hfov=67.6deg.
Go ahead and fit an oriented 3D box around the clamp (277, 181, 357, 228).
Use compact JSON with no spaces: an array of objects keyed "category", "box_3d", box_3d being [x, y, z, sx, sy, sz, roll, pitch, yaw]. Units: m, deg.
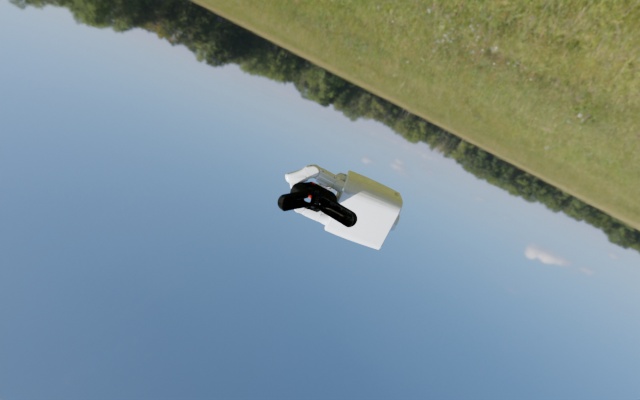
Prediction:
[{"category":"clamp","box_3d":[0.000,0.003,0.767,0.120,0.039,0.171,22,14,-1]}]
